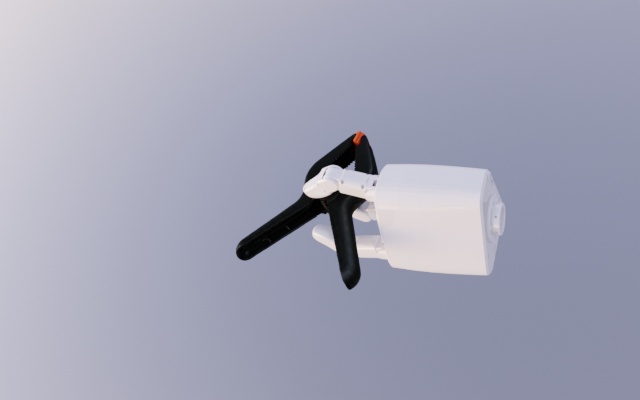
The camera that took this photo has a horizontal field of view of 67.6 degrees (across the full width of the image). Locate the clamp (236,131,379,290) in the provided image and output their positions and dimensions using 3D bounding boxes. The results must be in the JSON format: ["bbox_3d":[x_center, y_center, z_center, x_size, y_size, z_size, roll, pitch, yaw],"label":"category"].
[{"bbox_3d":[0.000,0.001,0.561,0.164,0.210,0.036,3,-38,31],"label":"clamp"}]
